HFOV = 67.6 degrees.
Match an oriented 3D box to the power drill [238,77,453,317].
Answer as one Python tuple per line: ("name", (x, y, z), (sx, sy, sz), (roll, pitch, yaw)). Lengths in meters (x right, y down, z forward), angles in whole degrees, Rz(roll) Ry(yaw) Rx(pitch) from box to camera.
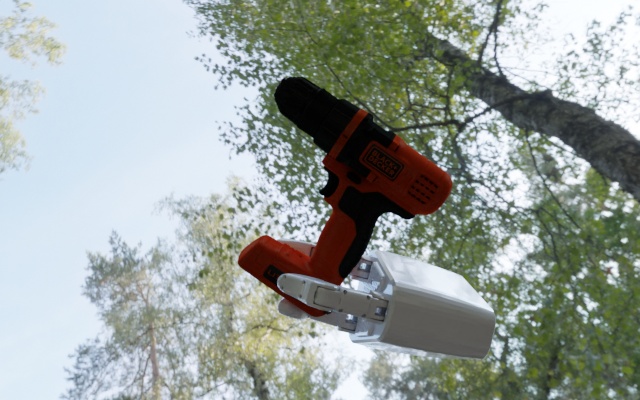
("power drill", (0.000, 0.002, 0.452), (0.184, 0.188, 0.057), (35, 17, 3))
